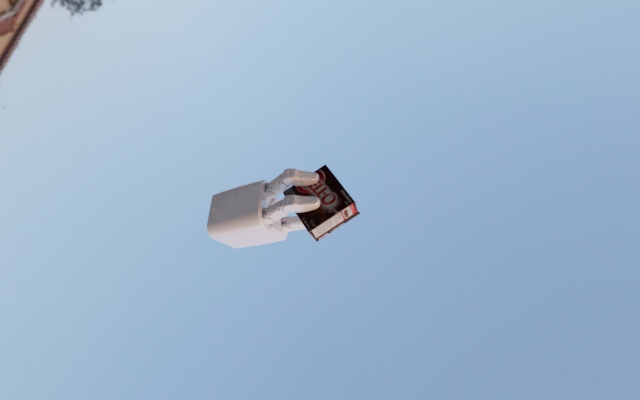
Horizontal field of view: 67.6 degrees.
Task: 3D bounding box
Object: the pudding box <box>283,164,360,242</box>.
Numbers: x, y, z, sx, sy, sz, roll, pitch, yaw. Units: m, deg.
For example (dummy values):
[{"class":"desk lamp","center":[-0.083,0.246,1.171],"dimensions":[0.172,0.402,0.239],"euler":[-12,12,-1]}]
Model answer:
[{"class":"pudding box","center":[0.000,0.003,0.801],"dimensions":[0.090,0.113,0.039],"euler":[-34,-41,-2]}]
